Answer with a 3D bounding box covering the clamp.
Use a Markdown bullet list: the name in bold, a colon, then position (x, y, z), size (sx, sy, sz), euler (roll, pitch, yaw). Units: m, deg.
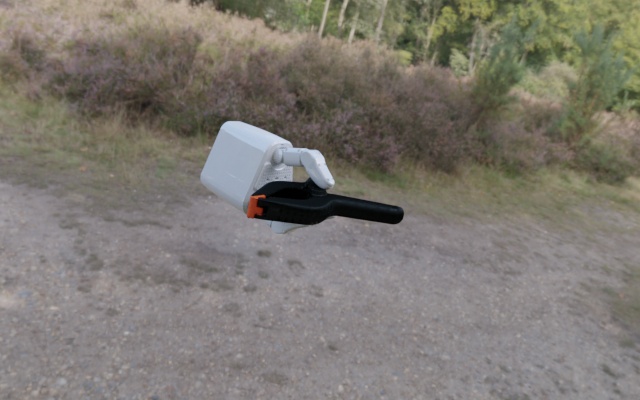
- **clamp**: position (0.000, 0.001, 0.620), size (0.164, 0.036, 0.210), euler (26, 23, 32)
